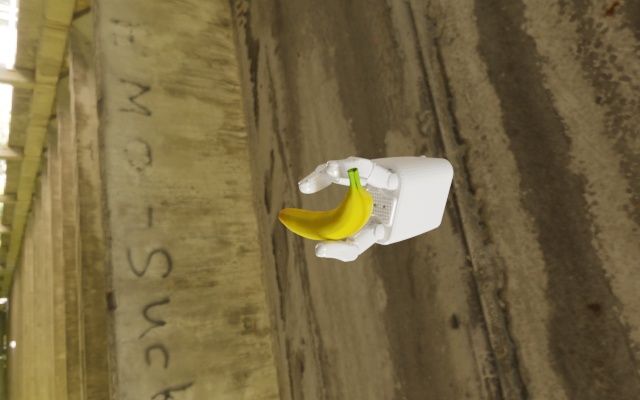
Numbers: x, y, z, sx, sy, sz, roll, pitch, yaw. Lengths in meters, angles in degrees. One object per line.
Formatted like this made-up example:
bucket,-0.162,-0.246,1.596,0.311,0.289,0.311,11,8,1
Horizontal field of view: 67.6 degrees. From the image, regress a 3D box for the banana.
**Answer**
banana,0.010,0.018,0.600,0.037,0.069,0.198,-23,-4,-35
